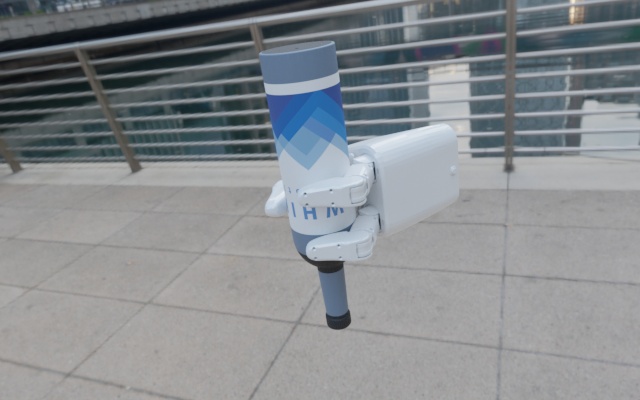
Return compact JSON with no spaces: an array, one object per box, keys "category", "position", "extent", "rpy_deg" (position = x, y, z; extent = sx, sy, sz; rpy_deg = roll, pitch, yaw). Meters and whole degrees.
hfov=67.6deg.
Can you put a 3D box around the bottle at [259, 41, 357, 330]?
[{"category":"bottle","position":[0.000,0.001,0.470],"extent":[0.069,0.296,0.069],"rpy_deg":[-7,24,3]}]
